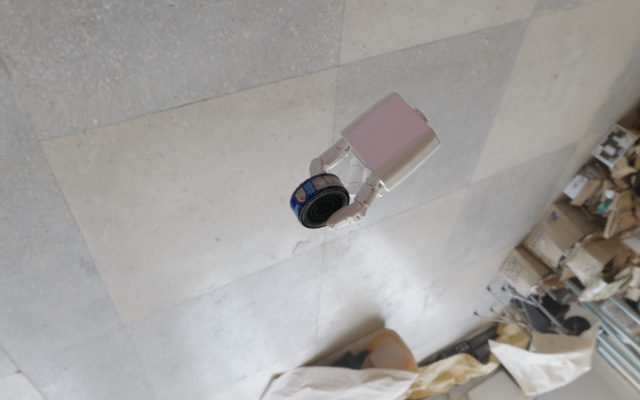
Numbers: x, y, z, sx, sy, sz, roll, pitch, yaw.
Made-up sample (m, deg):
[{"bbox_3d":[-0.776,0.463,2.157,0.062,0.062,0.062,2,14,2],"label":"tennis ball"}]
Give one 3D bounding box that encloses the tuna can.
[{"bbox_3d":[0.000,0.003,0.705,0.086,0.086,0.033,0,43,-37],"label":"tuna can"}]
